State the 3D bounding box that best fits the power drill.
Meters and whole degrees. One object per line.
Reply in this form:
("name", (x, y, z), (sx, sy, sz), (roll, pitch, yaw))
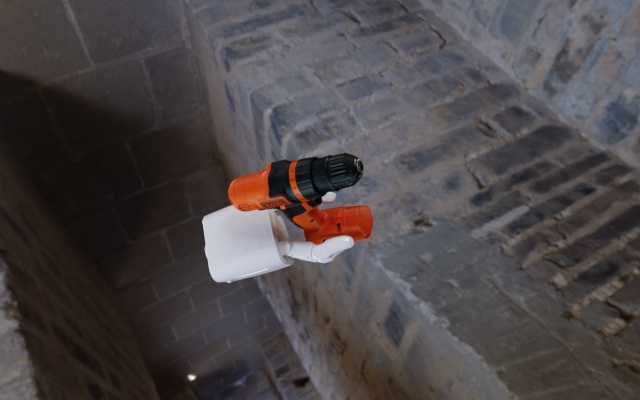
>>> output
("power drill", (0.000, 0.002, 0.640), (0.184, 0.057, 0.188), (-10, -28, 28))
